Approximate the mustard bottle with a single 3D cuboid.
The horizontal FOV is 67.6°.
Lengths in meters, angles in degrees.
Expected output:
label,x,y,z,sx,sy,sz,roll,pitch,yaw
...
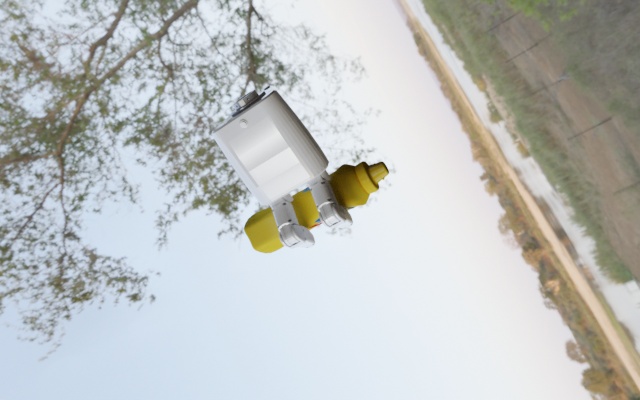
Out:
label,x,y,z,sx,sy,sz,roll,pitch,yaw
mustard bottle,0.000,0.002,0.612,0.192,0.058,0.096,-29,-5,19
